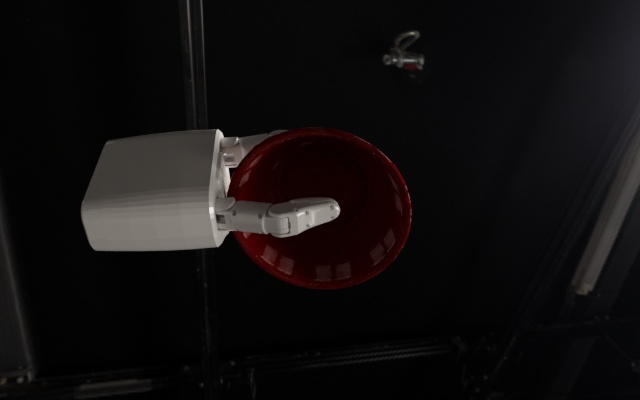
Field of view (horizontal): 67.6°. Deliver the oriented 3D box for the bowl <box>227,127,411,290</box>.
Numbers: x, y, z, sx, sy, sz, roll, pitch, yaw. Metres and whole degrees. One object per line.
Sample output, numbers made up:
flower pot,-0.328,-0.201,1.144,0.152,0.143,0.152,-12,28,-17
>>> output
bowl,0.001,0.002,0.437,0.162,0.162,0.055,0,28,7
